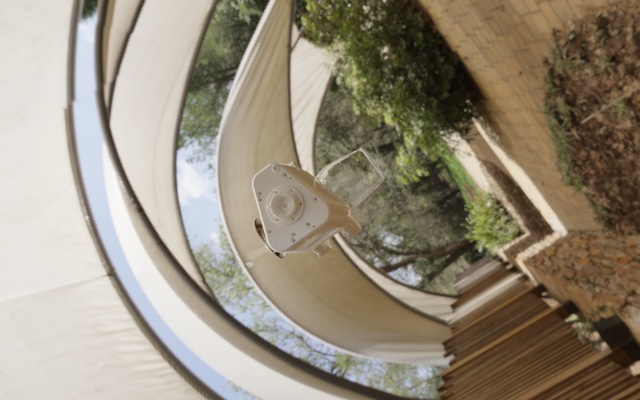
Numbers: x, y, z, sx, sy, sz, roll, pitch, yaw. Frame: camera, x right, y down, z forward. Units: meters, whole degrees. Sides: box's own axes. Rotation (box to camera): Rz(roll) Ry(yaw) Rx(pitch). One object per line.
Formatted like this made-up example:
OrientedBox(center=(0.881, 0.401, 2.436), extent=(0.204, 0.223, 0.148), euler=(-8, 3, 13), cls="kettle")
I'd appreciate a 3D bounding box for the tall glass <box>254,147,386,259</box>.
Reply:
OrientedBox(center=(0.000, 0.003, 0.722), extent=(0.201, 0.079, 0.079), euler=(-35, -8, 11), cls="tall glass")
